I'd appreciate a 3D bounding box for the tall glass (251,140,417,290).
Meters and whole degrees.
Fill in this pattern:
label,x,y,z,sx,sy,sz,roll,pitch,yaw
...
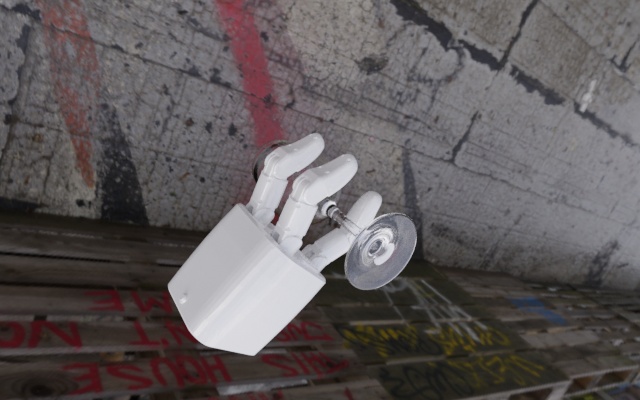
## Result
label,x,y,z,sx,sy,sz,roll,pitch,yaw
tall glass,0.001,0.002,0.472,0.079,0.079,0.201,0,26,-35
